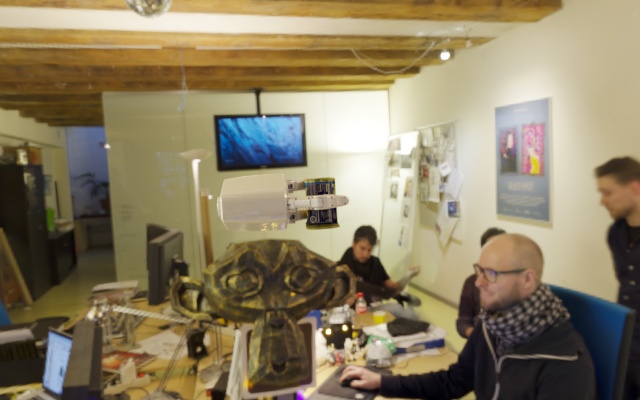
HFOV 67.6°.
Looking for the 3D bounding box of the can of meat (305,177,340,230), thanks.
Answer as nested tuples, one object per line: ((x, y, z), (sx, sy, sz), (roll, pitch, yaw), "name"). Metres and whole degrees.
((0.000, 0.002, 0.830), (0.057, 0.084, 0.102), (-4, 4, -2), "can of meat")
